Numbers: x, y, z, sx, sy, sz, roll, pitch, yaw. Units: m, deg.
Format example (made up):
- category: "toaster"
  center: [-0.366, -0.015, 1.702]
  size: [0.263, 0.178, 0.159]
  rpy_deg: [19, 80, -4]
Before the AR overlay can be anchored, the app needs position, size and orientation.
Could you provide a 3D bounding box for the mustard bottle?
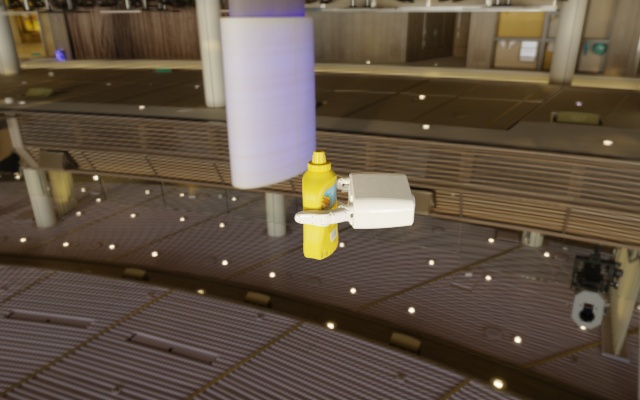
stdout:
- category: "mustard bottle"
  center: [0.000, 0.003, 0.867]
  size: [0.058, 0.192, 0.096]
  rpy_deg: [8, 24, 21]
